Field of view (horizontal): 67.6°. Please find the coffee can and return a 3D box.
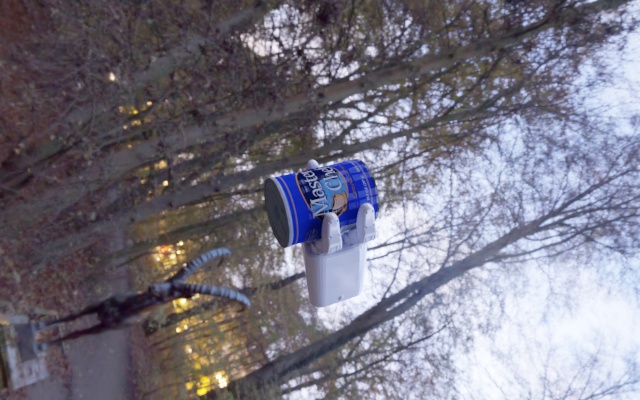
[{"bbox_3d":[0.000,0.002,0.698,0.140,0.103,0.103,-14,5,-20],"label":"coffee can"}]
